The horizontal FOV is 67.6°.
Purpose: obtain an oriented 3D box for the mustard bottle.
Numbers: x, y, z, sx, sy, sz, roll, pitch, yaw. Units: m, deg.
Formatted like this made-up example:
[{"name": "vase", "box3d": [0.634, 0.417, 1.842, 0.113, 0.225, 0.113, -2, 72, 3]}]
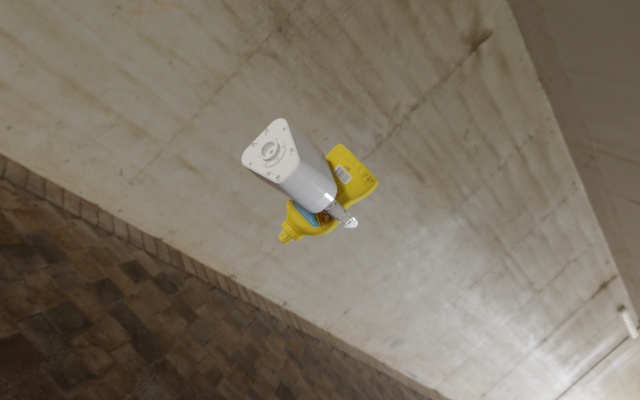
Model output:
[{"name": "mustard bottle", "box3d": [0.000, 0.003, 0.811, 0.191, 0.096, 0.058, -45, -15, 6]}]
